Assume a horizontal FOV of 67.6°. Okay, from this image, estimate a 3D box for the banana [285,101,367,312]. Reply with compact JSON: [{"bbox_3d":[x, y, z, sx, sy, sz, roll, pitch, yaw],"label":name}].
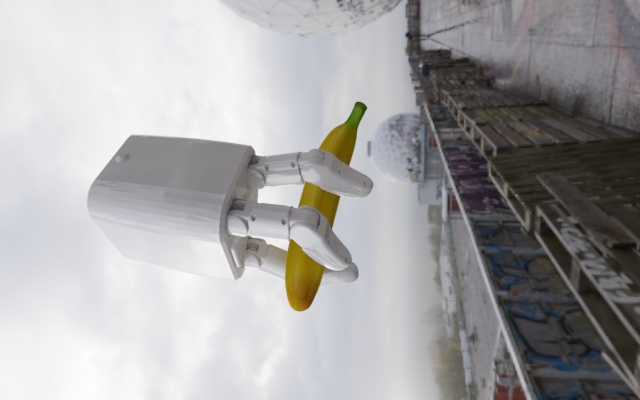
[{"bbox_3d":[-0.001,0.006,0.424,0.037,0.197,0.070,16,-24,-1],"label":"banana"}]
